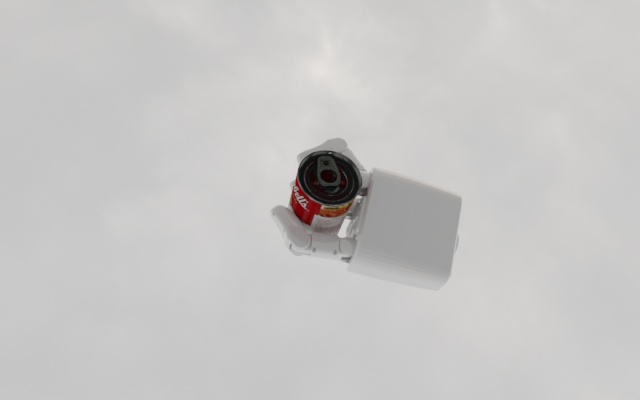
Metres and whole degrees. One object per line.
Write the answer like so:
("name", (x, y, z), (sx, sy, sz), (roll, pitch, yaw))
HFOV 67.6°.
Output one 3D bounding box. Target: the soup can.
("soup can", (0.000, 0.002, 0.527), (0.068, 0.068, 0.102), (0, -31, -13))
